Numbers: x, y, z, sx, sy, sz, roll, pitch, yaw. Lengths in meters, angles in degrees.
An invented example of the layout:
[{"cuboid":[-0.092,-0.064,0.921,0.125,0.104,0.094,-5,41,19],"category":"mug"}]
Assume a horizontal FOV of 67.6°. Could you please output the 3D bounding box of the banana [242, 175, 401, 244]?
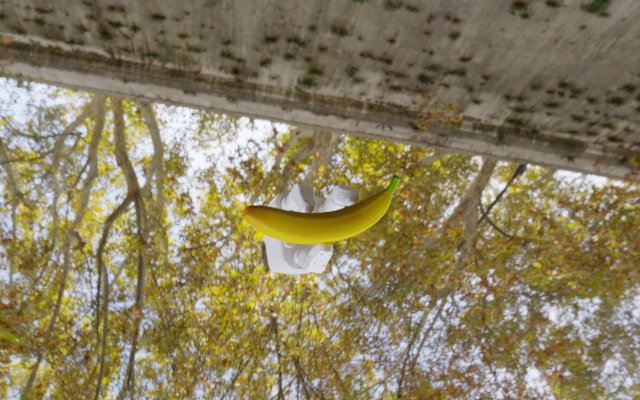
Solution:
[{"cuboid":[0.005,0.019,0.568,0.198,0.070,0.037,-13,18,-21],"category":"banana"}]
